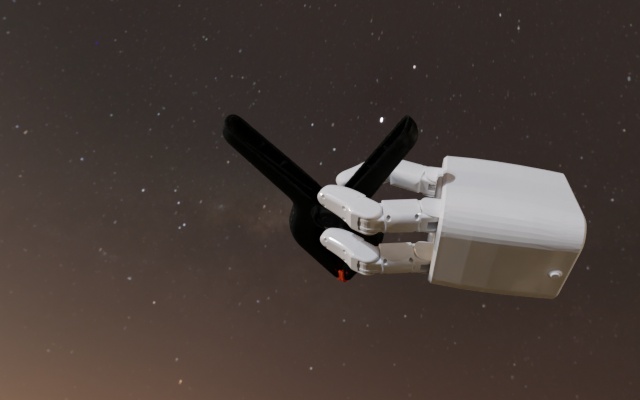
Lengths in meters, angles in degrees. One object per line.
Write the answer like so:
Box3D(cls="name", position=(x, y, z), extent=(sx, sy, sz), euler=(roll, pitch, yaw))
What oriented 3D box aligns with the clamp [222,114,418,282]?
Box3D(cls="clamp", position=(0.001, 0.001, 0.450), extent=(0.164, 0.036, 0.210), euler=(9, -43, 13))
